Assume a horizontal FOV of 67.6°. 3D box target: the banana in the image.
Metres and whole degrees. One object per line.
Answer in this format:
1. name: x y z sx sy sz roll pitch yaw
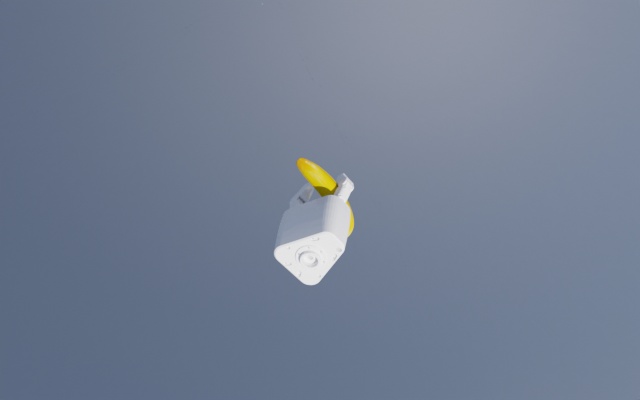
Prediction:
1. banana: 0.018 0.004 0.869 0.069 0.198 0.037 -4 37 27
